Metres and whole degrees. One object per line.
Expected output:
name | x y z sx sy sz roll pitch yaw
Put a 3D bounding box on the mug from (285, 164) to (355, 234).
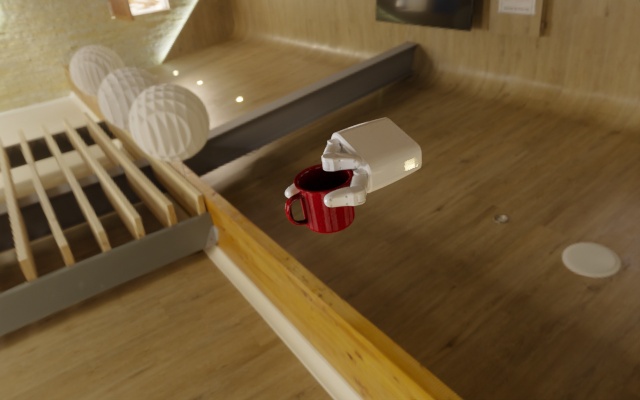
mug | -0.001 0.003 0.747 0.117 0.081 0.093 -23 33 -22
